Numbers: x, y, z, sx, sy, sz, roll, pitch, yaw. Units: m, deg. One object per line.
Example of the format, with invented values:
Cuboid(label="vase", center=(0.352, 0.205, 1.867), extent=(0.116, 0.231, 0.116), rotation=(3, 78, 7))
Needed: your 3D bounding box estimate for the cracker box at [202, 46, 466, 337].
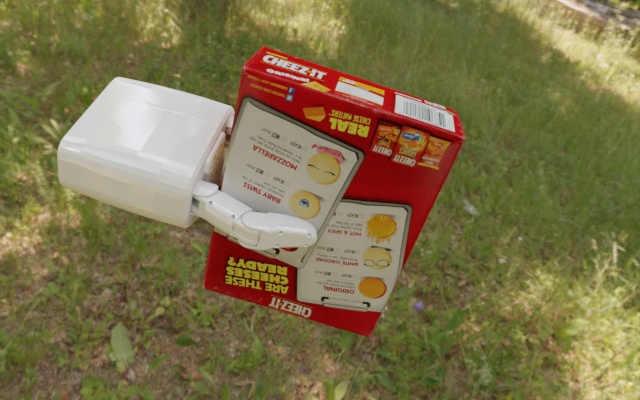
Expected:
Cuboid(label="cracker box", center=(0.000, 0.001, 0.408), extent=(0.164, 0.214, 0.072), rotation=(17, 33, -1))
